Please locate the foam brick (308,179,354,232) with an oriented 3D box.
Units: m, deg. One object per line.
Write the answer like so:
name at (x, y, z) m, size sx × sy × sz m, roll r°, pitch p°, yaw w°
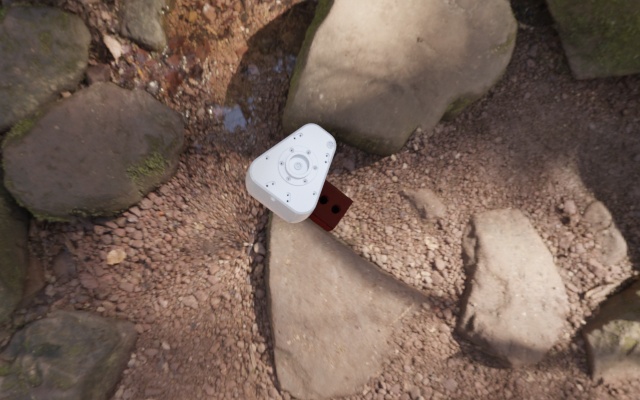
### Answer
foam brick at (0.000, 0.002, 0.703) m, size 0.078 × 0.053 × 0.051 m, roll 37°, pitch -12°, yaw -4°
